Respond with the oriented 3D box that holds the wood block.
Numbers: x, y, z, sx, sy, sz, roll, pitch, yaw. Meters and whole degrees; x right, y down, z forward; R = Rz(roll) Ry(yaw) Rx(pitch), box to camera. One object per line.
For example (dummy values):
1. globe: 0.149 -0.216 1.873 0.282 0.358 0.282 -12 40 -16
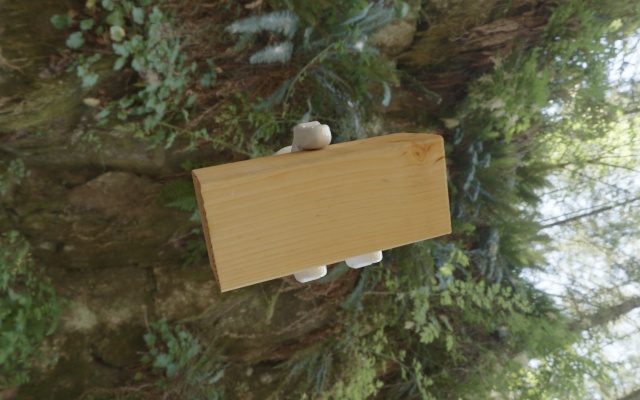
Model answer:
1. wood block: 0.000 0.001 0.426 0.206 0.091 0.090 -13 13 -16
